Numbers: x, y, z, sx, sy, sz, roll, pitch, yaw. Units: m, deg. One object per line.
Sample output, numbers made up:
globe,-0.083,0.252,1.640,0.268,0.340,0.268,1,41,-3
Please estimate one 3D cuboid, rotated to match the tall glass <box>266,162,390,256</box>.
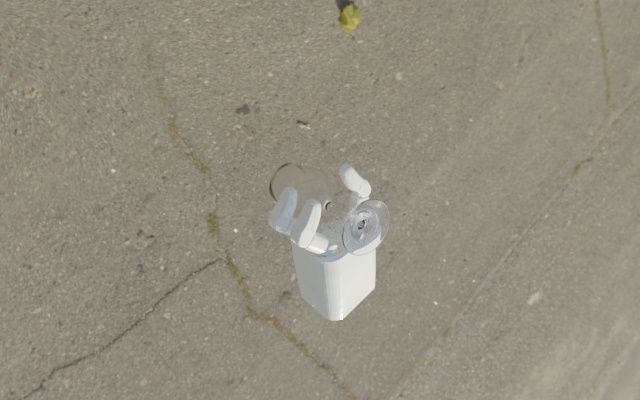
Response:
tall glass,0.001,0.002,0.655,0.079,0.079,0.201,0,19,-37
